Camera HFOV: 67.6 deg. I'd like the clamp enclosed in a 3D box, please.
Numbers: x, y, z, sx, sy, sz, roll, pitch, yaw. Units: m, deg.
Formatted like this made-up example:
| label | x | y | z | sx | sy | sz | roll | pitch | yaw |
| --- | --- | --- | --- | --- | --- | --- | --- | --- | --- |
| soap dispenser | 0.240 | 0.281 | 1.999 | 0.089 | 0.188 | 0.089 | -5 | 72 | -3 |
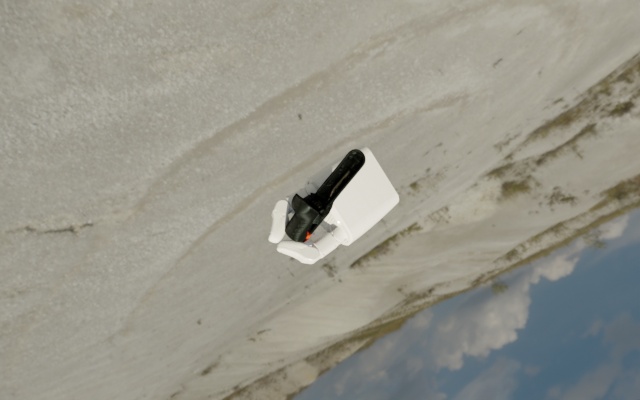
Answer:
| label | x | y | z | sx | sy | sz | roll | pitch | yaw |
| --- | --- | --- | --- | --- | --- | --- | --- | --- | --- |
| clamp | 0.000 | 0.003 | 0.621 | 0.120 | 0.039 | 0.171 | -35 | -10 | -22 |
